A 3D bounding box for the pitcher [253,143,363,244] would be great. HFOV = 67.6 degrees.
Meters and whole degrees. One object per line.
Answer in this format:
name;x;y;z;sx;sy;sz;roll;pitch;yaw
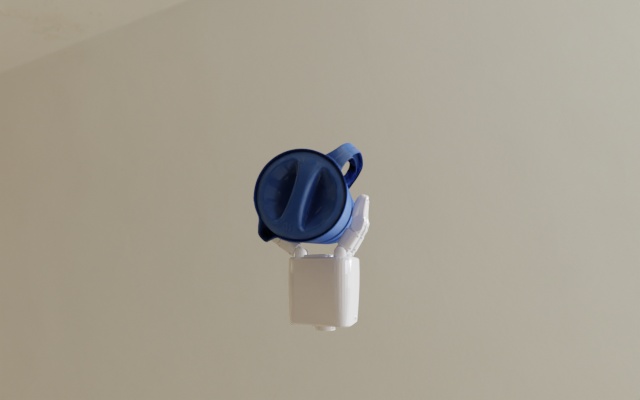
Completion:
pitcher;0.000;0.003;0.768;0.149;0.145;0.243;-3;-9;11
